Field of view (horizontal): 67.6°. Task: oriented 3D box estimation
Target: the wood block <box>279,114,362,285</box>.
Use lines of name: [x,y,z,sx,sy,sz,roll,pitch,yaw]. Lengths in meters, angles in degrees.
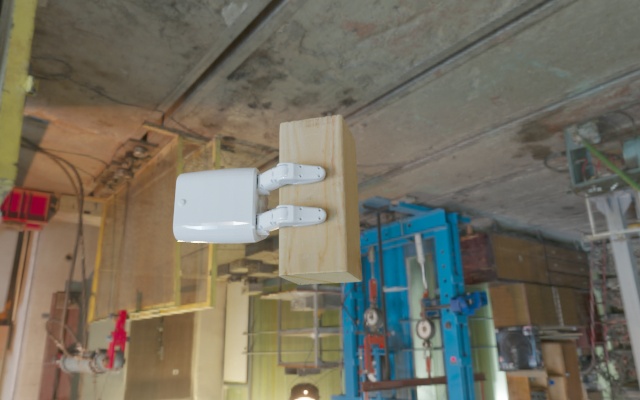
wood block: [0.000,0.002,0.640,0.090,0.206,0.091,-6,-18,14]
